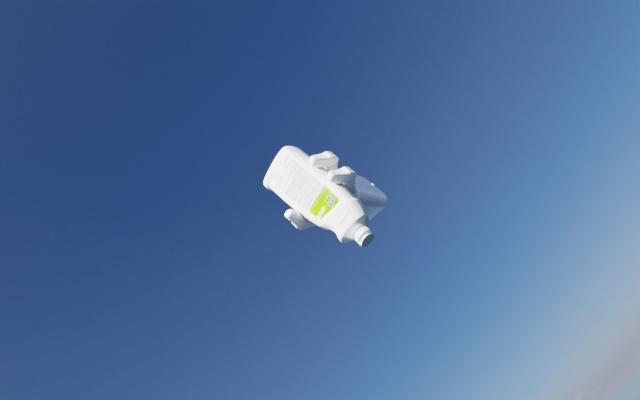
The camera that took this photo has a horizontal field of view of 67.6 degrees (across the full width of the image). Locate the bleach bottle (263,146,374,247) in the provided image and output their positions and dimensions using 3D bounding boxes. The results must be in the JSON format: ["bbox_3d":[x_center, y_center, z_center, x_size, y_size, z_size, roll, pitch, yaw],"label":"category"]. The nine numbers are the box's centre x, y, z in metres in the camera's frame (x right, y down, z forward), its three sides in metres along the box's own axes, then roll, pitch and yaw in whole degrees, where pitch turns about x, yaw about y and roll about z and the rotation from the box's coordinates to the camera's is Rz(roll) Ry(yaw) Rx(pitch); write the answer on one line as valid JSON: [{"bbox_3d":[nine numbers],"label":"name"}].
[{"bbox_3d":[0.000,0.003,0.867,0.068,0.102,0.250,8,28,-49],"label":"bleach bottle"}]
